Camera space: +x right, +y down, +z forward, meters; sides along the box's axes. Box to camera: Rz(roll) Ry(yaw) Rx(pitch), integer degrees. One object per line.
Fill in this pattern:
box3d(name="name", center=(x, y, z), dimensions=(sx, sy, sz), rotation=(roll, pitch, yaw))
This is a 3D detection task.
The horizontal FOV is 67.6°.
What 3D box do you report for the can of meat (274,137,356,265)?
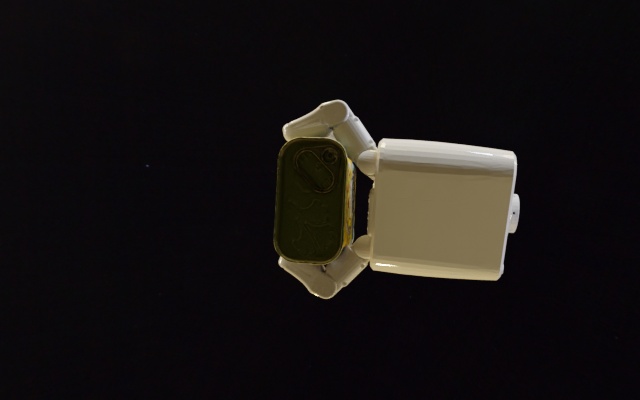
box3d(name="can of meat", center=(0.000, 0.001, 0.422), dimensions=(0.057, 0.102, 0.084), rotation=(2, -1, 12))
